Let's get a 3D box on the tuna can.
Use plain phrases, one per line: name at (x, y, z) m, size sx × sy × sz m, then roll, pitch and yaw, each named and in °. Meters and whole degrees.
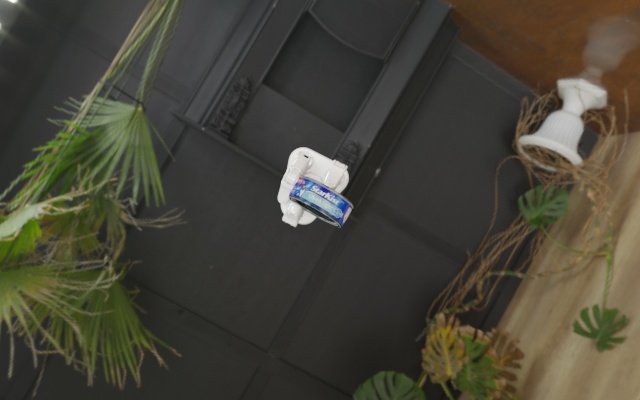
tuna can at (0.000, 0.003, 0.650) m, size 0.086 × 0.033 × 0.086 m, roll 29°, pitch -8°, yaw 5°
